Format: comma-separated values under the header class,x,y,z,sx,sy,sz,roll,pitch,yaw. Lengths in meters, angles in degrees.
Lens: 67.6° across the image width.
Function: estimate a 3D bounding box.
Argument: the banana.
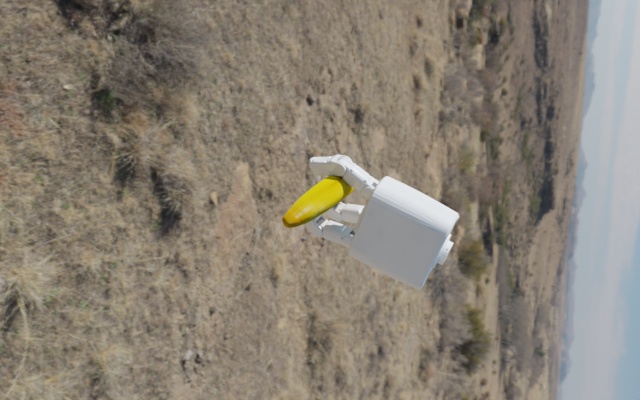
class,x,y,z,sx,sy,sz,roll,pitch,yaw
banana,0.014,-0.010,0.645,0.070,0.037,0.197,-43,-3,25
